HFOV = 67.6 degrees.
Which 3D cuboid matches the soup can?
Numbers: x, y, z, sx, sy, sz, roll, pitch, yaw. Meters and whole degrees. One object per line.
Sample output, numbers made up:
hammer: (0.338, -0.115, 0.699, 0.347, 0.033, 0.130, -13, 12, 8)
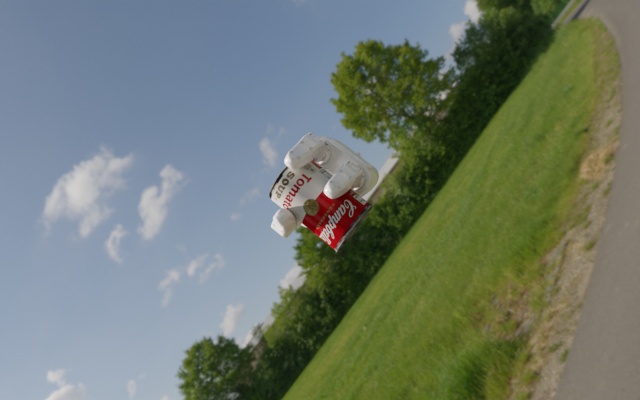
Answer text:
soup can: (0.000, 0.002, 0.554, 0.102, 0.068, 0.068, 38, 6, 9)
